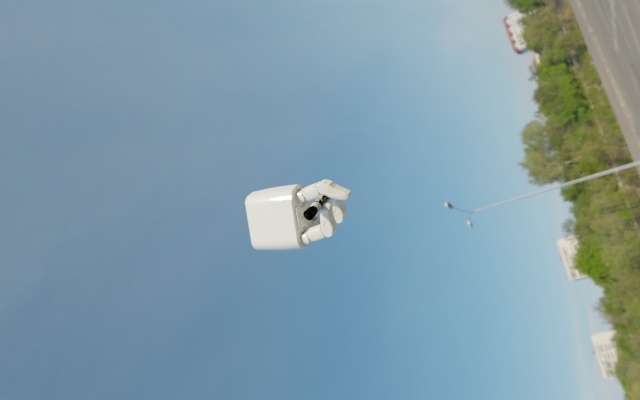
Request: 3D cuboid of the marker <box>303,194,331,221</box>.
[{"bbox_3d":[0.000,0.003,0.828,0.020,0.020,0.121,0,24,24],"label":"marker"}]
